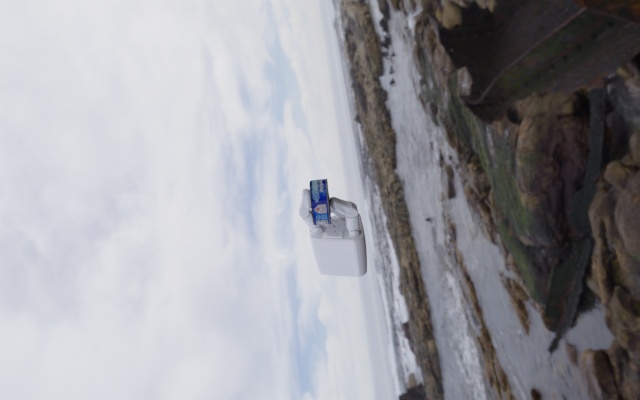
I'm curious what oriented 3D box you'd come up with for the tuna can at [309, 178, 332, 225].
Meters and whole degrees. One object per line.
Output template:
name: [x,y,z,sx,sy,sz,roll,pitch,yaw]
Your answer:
tuna can: [0.000,0.003,0.886,0.034,0.086,0.086,-5,0,2]
